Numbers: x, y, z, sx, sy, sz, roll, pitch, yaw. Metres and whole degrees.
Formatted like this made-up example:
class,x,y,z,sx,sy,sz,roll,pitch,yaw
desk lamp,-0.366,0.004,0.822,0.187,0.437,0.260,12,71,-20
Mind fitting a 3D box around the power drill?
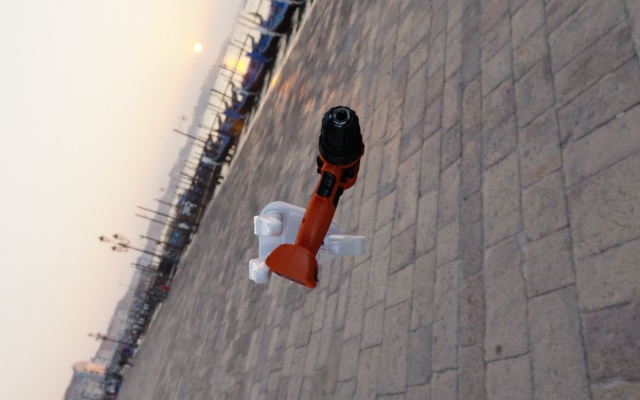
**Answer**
class,x,y,z,sx,sy,sz,roll,pitch,yaw
power drill,0.000,0.002,0.553,0.057,0.187,0.184,21,-15,11
